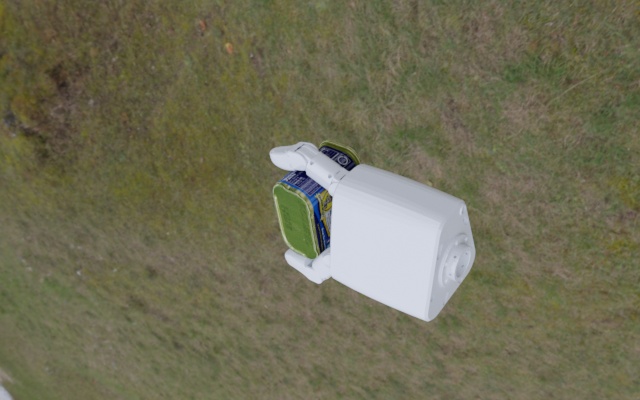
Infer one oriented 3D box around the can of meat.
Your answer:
[{"bbox_3d":[0.000,0.002,0.509,0.057,0.102,0.084,25,51,33],"label":"can of meat"}]
